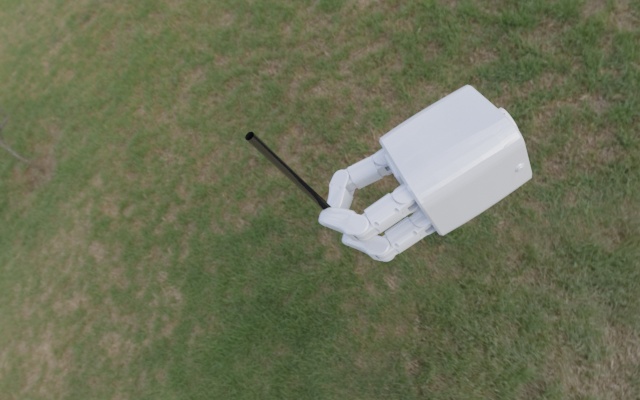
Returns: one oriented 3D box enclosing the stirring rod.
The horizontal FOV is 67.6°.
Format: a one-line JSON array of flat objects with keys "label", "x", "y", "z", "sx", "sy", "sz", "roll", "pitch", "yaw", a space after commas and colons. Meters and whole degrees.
[{"label": "stirring rod", "x": 0.000, "y": 0.001, "z": 0.465, "sx": 0.011, "sy": 0.011, "sz": 0.240, "roll": 0, "pitch": -25, "yaw": 31}]
